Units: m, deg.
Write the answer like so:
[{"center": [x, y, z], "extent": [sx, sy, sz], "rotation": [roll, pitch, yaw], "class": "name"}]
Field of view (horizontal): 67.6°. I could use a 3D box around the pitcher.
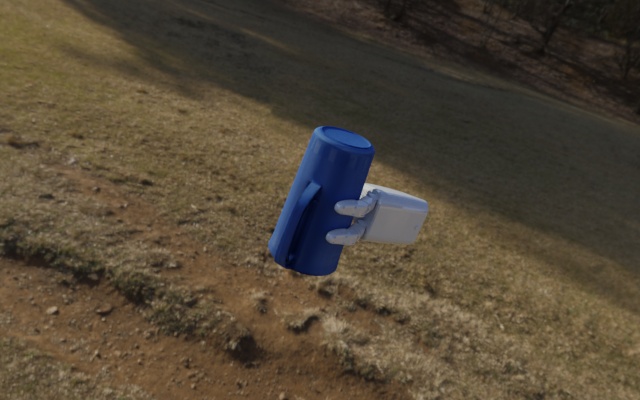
[{"center": [0.000, 0.003, 0.823], "extent": [0.145, 0.243, 0.149], "rotation": [10, 25, -22], "class": "pitcher"}]
